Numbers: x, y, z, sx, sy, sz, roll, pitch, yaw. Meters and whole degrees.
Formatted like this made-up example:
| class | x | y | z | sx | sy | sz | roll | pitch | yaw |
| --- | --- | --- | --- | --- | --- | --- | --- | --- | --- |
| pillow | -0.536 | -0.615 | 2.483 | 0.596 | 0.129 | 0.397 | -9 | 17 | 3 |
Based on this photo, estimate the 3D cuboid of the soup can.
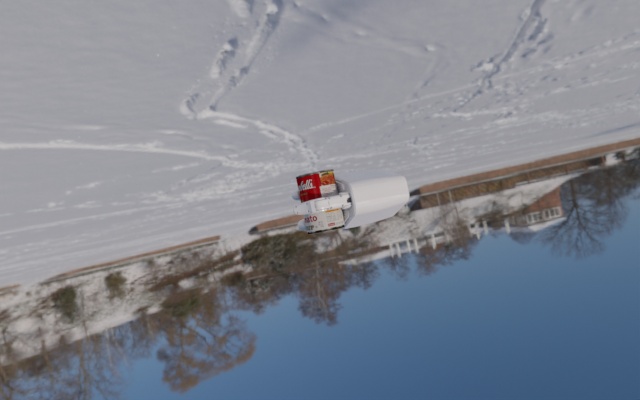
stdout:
| class | x | y | z | sx | sy | sz | roll | pitch | yaw |
| --- | --- | --- | --- | --- | --- | --- | --- | --- | --- |
| soup can | 0.000 | 0.003 | 0.827 | 0.068 | 0.102 | 0.068 | -12 | -1 | 0 |
